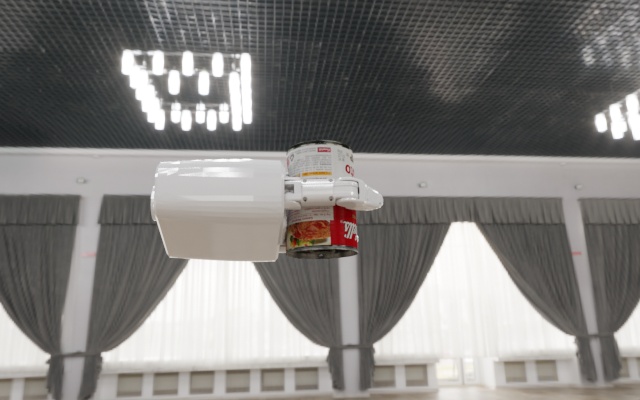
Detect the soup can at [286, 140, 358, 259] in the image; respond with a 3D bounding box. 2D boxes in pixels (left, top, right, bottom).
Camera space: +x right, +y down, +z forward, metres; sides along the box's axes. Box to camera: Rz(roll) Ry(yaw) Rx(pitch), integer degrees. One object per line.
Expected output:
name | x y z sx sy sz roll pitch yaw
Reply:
soup can | 0.001 0.001 0.458 0.068 0.102 0.068 -1 -14 0
